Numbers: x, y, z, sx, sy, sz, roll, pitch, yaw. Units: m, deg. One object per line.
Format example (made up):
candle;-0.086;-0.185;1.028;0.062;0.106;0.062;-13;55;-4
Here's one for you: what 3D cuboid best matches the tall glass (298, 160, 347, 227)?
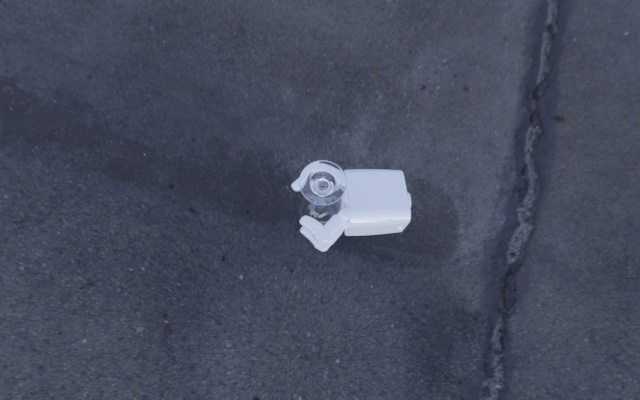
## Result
tall glass;0.000;0.002;0.829;0.079;0.079;0.201;0;-18;-3
